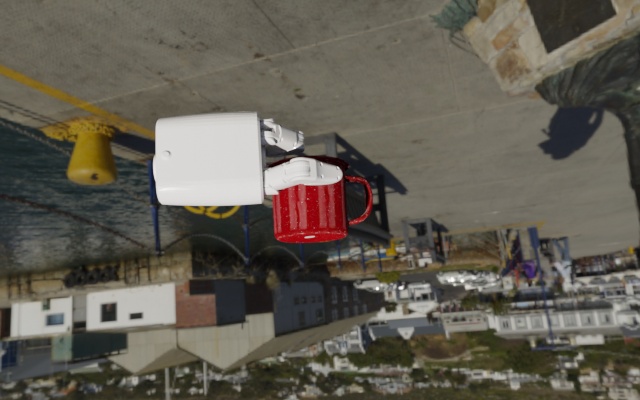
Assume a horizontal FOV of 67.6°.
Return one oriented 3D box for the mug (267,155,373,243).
[{"bbox_3d":[0.002,0.002,0.532,0.117,0.081,0.093,-3,-12,-4],"label":"mug"}]
